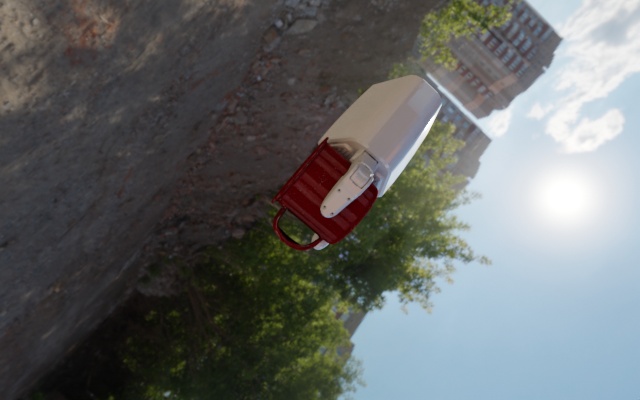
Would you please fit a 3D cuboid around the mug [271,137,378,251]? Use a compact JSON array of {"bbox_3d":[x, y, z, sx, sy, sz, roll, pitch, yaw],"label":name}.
[{"bbox_3d":[-0.001,0.003,0.512,0.081,0.117,0.093,41,-14,-6],"label":"mug"}]
